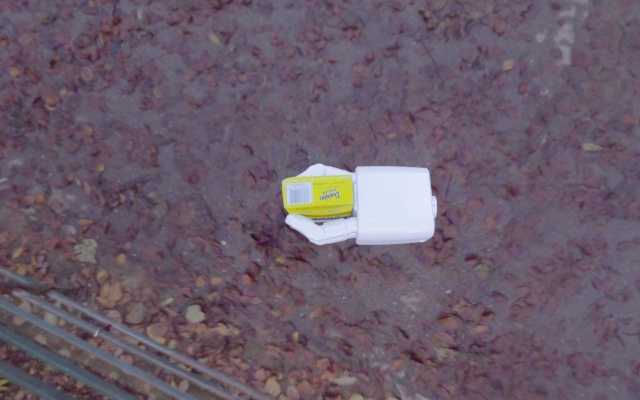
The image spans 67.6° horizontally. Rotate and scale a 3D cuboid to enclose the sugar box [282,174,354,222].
[{"bbox_3d":[0.000,0.003,0.701,0.093,0.048,0.176,-3,-12,3],"label":"sugar box"}]
